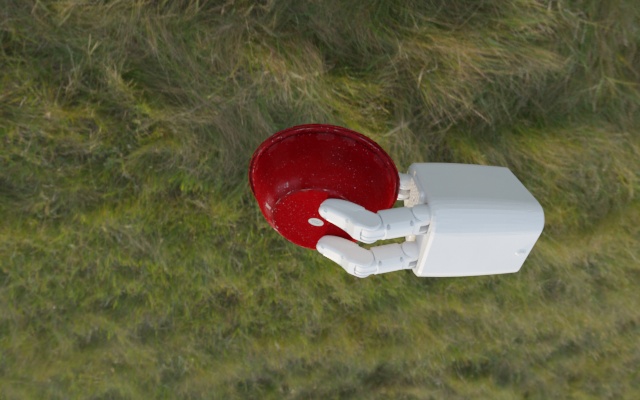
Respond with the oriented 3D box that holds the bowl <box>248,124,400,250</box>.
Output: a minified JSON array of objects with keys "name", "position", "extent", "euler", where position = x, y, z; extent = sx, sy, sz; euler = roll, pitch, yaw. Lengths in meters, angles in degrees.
[{"name":"bowl","position":[-0.001,0.002,0.491],"extent":[0.162,0.055,0.162],"euler":[5,-44,5]}]
